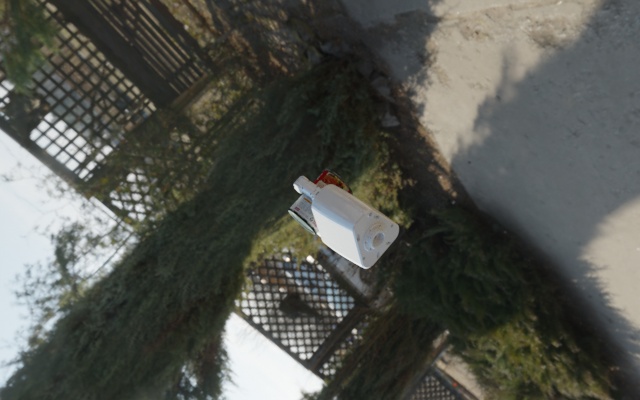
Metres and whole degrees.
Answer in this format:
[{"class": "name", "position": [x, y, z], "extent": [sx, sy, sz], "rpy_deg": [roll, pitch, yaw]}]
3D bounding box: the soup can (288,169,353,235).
[{"class": "soup can", "position": [0.000, 0.003, 0.861], "extent": [0.068, 0.102, 0.068], "rpy_deg": [41, -10, 9]}]
